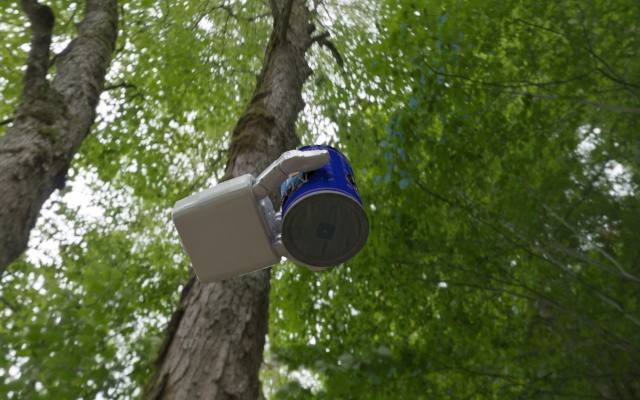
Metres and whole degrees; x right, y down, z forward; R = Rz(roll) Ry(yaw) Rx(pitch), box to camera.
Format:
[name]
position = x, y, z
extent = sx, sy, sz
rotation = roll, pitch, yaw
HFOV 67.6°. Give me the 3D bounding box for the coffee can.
[coffee can]
position = 0.000, 0.002, 0.609
extent = 0.103, 0.103, 0.140
rotation = 0, 30, -5
